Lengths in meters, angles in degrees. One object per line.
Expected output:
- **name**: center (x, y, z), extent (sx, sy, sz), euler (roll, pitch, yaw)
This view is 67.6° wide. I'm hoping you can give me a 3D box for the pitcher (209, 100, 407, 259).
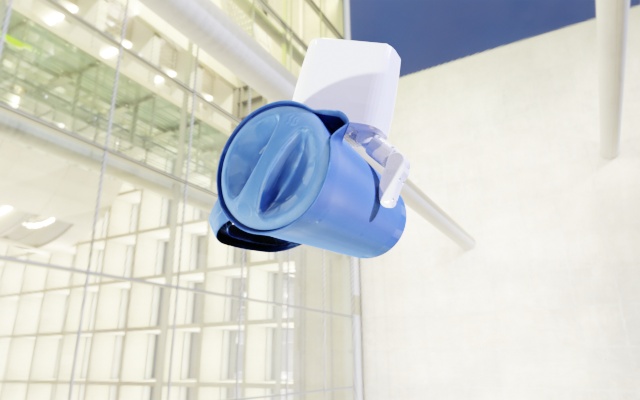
- **pitcher**: center (0.000, 0.002, 0.548), extent (0.149, 0.145, 0.243), euler (6, -12, 32)
